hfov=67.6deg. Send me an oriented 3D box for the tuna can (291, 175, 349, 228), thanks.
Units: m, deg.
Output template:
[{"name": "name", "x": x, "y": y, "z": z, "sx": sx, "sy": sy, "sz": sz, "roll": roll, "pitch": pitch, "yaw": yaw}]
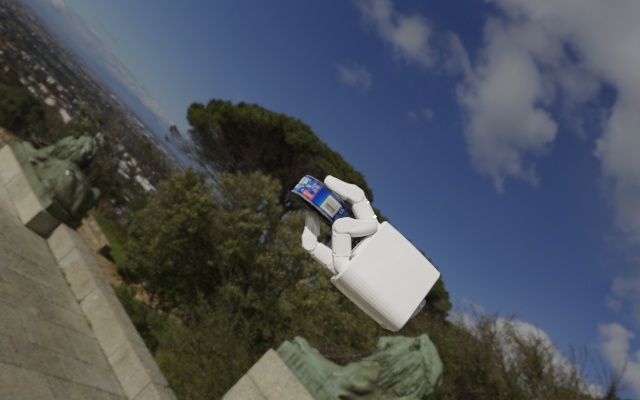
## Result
[{"name": "tuna can", "x": 0.000, "y": 0.002, "z": 0.695, "sx": 0.086, "sy": 0.033, "sz": 0.086, "roll": 39, "pitch": -8, "yaw": 6}]
